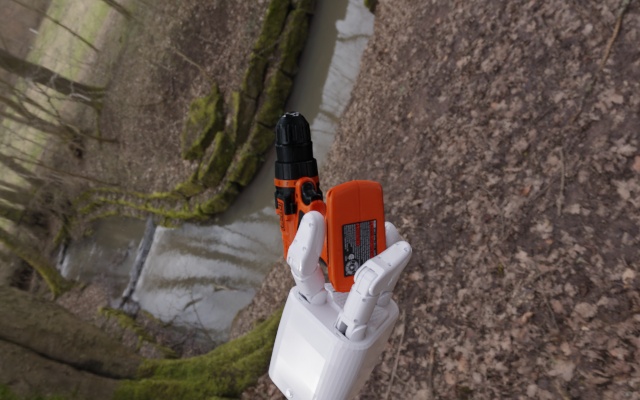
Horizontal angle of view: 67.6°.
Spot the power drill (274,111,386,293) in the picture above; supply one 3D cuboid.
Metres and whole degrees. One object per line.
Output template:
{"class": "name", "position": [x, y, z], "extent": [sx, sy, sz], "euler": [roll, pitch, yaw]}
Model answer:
{"class": "power drill", "position": [0.000, 0.002, 0.503], "extent": [0.057, 0.184, 0.187], "euler": [-11, 15, -19]}
